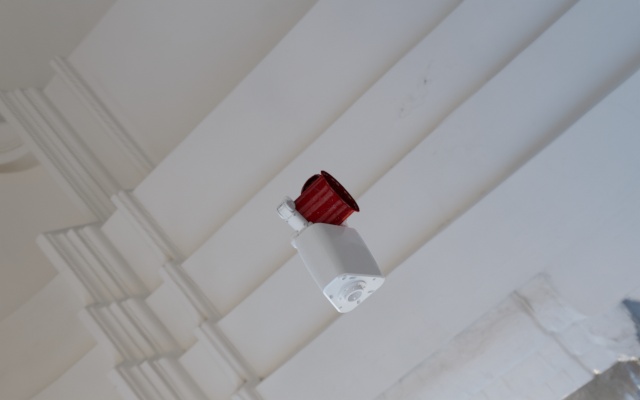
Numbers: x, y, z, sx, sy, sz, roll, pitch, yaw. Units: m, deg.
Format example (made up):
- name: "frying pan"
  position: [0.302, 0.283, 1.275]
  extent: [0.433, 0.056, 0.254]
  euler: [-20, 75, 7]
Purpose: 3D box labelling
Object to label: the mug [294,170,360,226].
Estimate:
- name: "mug"
  position: [-0.001, 0.002, 0.805]
  extent: [0.093, 0.081, 0.117]
  euler: [33, 19, -47]
